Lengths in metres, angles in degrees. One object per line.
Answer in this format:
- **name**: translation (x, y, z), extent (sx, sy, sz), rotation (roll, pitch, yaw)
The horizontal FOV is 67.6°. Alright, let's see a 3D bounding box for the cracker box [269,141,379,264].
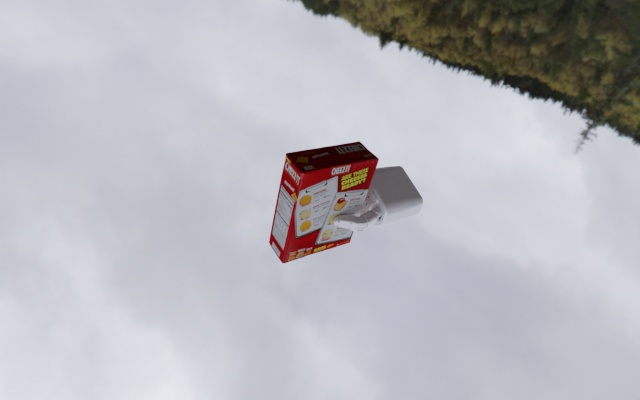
- **cracker box**: translation (0.000, 0.003, 0.891), extent (0.164, 0.214, 0.072), rotation (-13, 45, -32)
